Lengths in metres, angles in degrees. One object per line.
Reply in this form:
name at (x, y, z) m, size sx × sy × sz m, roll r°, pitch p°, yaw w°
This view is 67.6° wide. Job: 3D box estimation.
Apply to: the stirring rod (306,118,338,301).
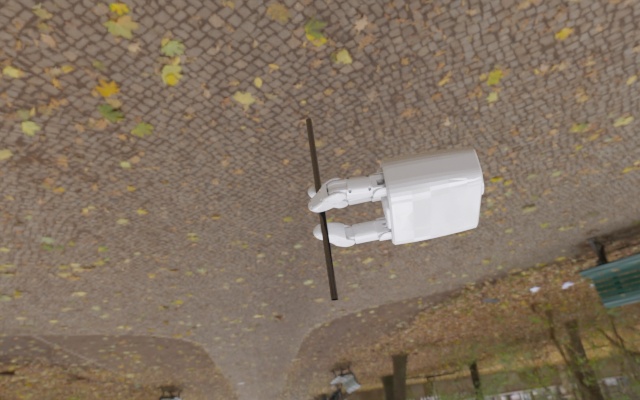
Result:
stirring rod at (0.000, 0.002, 0.579) m, size 0.011 × 0.239 × 0.011 m, roll -7°, pitch -25°, yaw -3°
